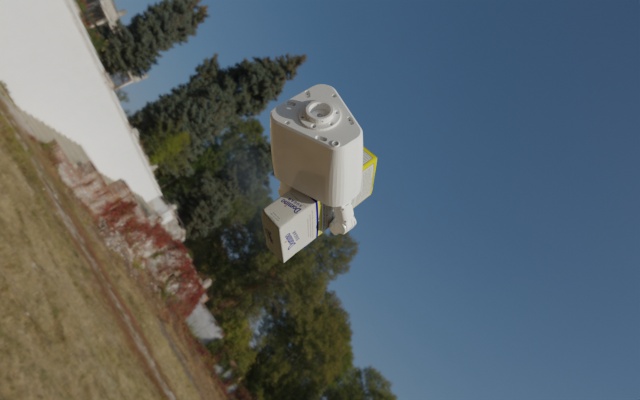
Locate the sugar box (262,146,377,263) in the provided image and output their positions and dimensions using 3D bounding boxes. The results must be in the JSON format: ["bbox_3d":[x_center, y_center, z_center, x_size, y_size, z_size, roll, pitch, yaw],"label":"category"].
[{"bbox_3d":[0.000,0.002,0.667,0.176,0.048,0.093,-34,-29,-23],"label":"sugar box"}]
